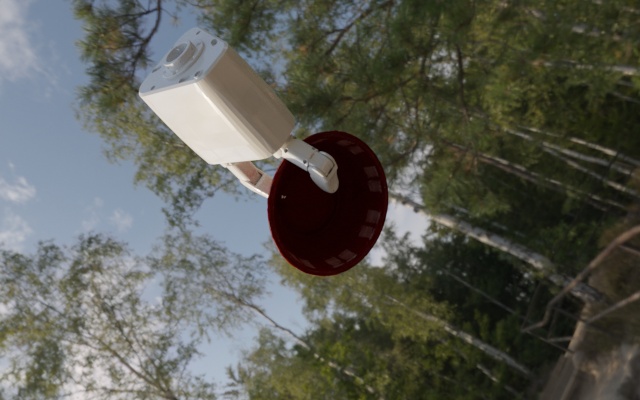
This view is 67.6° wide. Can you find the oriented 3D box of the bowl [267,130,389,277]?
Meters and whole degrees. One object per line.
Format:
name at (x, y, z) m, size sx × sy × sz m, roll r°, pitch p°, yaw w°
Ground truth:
bowl at (0.000, 0.003, 0.548) m, size 0.162 × 0.162 × 0.055 m, roll 0°, pitch 6°, yaw -33°
